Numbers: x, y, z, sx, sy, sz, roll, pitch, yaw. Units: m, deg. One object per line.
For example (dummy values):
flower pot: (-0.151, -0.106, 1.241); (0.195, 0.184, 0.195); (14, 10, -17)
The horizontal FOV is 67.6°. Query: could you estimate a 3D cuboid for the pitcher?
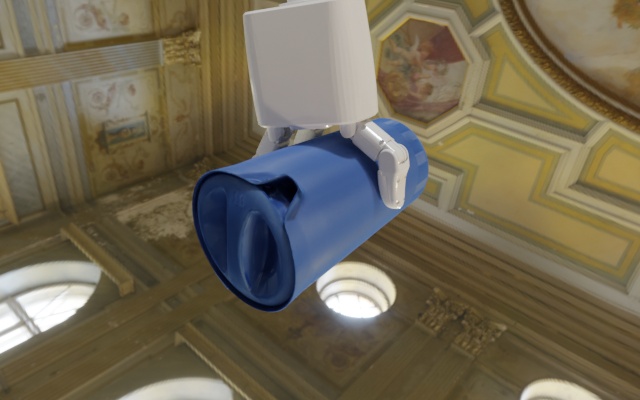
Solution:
pitcher: (0.000, 0.001, 0.491); (0.149, 0.145, 0.242); (10, 28, 41)
